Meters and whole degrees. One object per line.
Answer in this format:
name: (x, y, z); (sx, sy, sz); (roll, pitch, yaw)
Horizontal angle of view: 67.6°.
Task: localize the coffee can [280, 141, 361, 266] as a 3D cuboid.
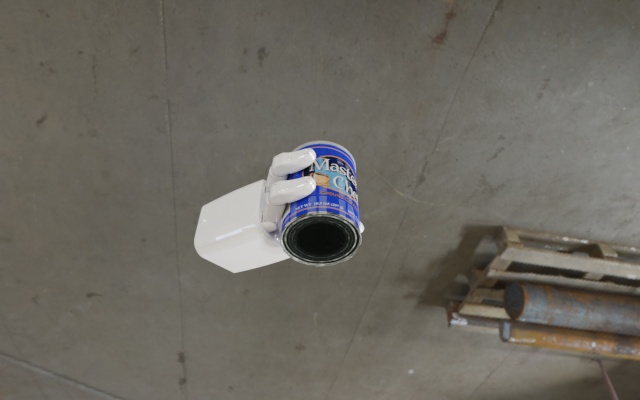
coffee can: (0.000, 0.002, 0.645); (0.103, 0.103, 0.140); (0, 45, 0)
